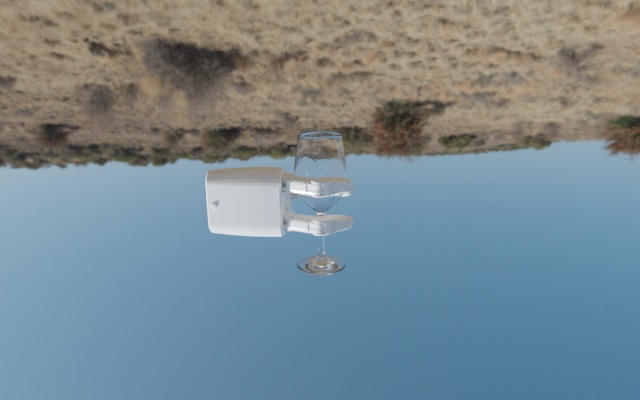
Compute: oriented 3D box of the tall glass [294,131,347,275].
[{"bbox_3d":[0.000,0.003,0.698,0.079,0.201,0.079,0,16,0],"label":"tall glass"}]
